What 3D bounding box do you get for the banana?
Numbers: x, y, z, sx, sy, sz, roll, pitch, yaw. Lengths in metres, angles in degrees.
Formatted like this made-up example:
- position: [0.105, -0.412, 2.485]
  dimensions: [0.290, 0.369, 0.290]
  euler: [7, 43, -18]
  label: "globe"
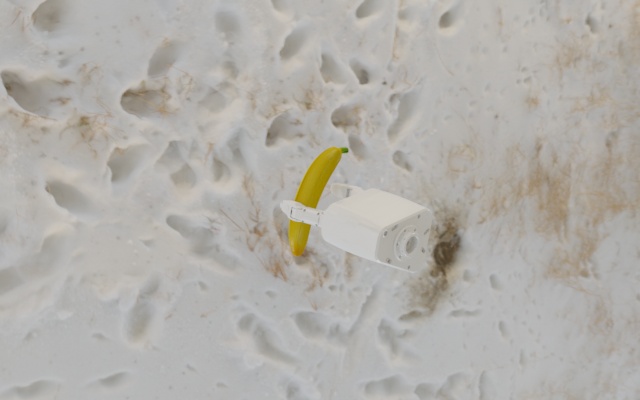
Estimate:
- position: [-0.009, -0.008, 0.750]
  dimensions: [0.037, 0.198, 0.070]
  euler: [21, -9, 43]
  label: "banana"
